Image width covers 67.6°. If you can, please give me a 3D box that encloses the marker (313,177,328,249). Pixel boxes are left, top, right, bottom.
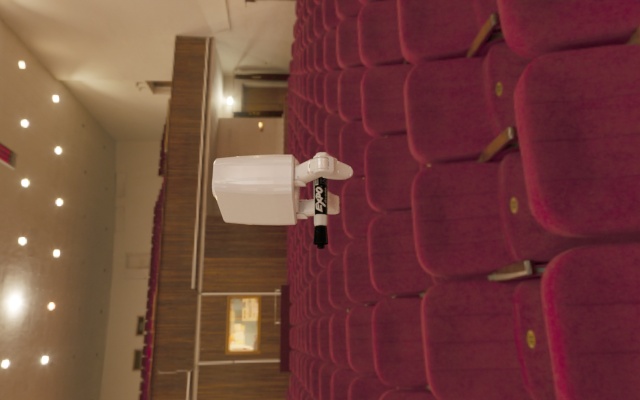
[{"bbox_3d":[0.000,0.002,0.613,0.020,0.121,0.020,0,-17,0],"label":"marker"}]
